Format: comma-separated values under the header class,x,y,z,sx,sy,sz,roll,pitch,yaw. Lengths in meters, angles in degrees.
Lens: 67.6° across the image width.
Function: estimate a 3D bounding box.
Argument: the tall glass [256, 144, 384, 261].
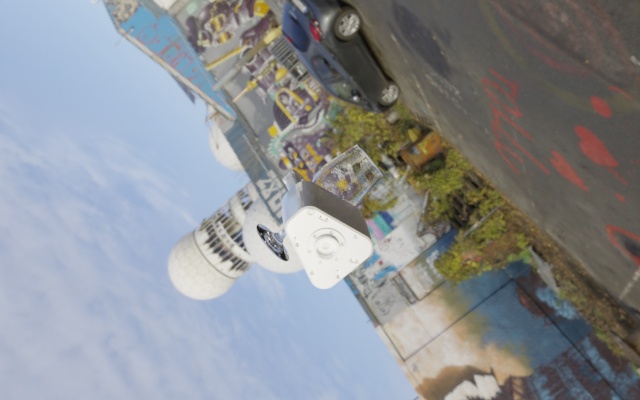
class,x,y,z,sx,sy,sz,roll,pitch,yaw
tall glass,0.000,0.003,0.730,0.201,0.079,0.079,-41,-7,8
